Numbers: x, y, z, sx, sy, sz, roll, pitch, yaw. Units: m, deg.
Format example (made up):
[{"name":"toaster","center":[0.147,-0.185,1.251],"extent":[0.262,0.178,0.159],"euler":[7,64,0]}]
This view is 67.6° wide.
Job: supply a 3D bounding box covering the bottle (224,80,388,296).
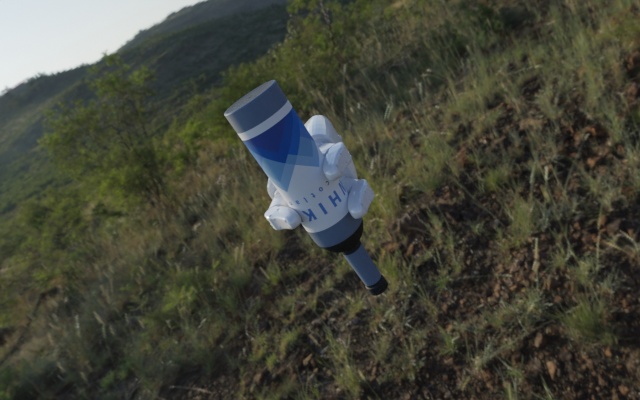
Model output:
[{"name":"bottle","center":[0.000,0.002,0.567],"extent":[0.069,0.296,0.069],"euler":[-29,23,13]}]
